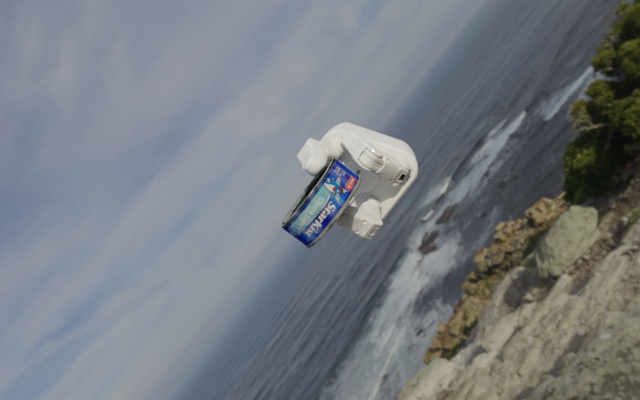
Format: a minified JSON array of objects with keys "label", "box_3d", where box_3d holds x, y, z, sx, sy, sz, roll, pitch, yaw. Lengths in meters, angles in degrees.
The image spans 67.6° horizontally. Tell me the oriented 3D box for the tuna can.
[{"label":"tuna can","box_3d":[0.000,0.001,0.459,0.034,0.086,0.086,37,-5,-6]}]
